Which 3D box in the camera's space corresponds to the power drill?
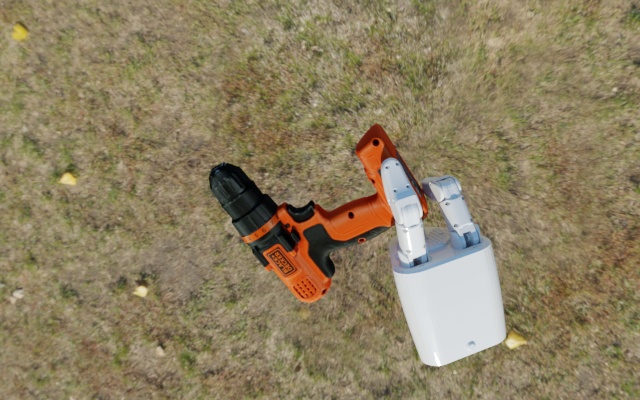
[{"bbox_3d":[0.001,0.002,0.497,0.188,0.184,0.057,-31,19,19],"label":"power drill"}]
